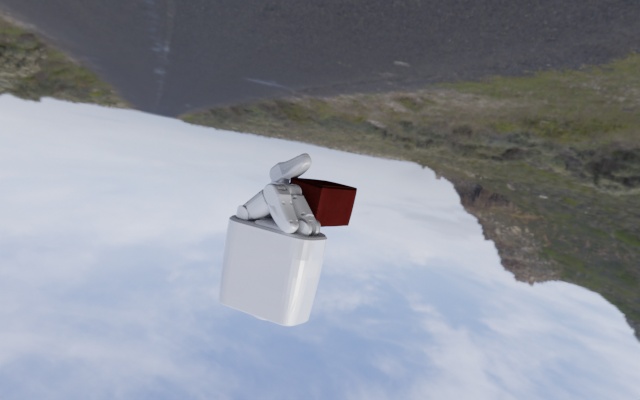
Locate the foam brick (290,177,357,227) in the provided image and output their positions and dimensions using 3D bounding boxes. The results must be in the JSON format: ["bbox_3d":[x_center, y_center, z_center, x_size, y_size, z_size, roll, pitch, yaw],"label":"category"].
[{"bbox_3d":[0.000,0.002,0.605,0.053,0.051,0.078,16,9,37],"label":"foam brick"}]
